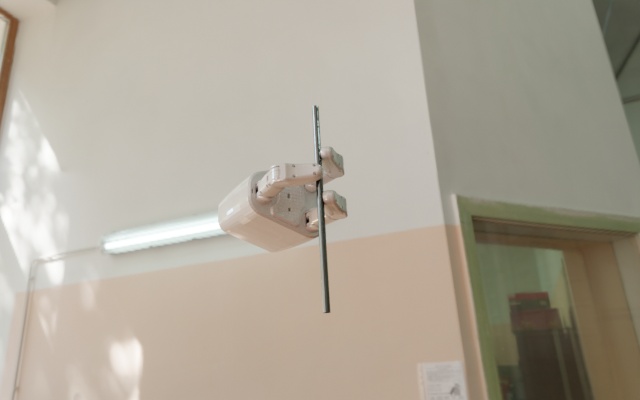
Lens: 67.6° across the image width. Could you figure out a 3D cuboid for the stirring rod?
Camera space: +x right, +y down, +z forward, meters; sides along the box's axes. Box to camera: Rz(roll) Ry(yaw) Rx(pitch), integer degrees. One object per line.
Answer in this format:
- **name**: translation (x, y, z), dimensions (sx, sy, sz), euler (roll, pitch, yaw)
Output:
- **stirring rod**: translation (0.000, 0.002, 0.528), dimensions (0.011, 0.239, 0.011), euler (-3, -20, -1)
